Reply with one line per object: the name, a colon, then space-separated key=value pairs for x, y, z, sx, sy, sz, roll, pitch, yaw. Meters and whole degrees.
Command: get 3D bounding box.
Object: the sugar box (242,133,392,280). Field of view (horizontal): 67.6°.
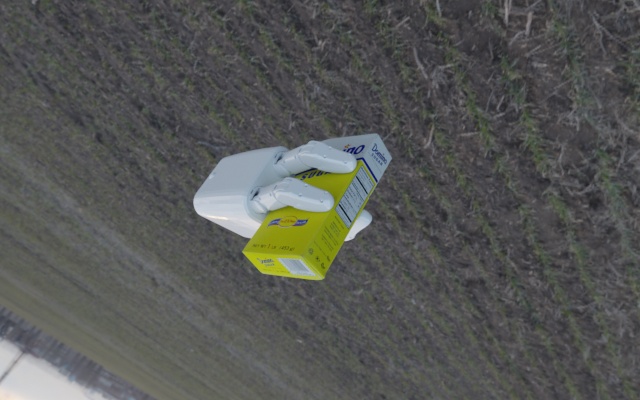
sugar box: x=0.000 y=0.001 z=0.521 sx=0.093 sy=0.176 sz=0.048 roll=-1 pitch=-42 yaw=42
